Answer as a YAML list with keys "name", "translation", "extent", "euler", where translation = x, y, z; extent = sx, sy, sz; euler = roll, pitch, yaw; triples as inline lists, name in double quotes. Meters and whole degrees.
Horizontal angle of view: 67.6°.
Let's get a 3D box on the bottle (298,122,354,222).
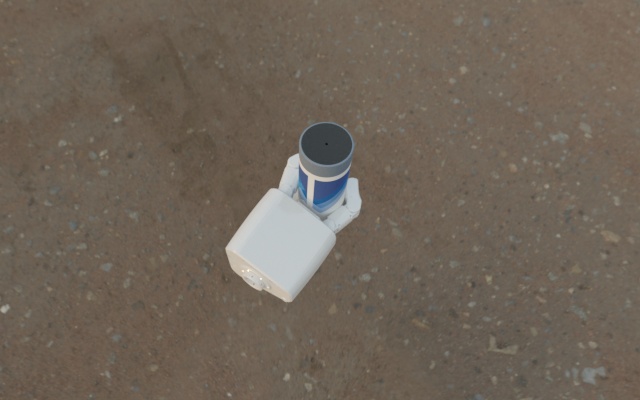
- name: "bottle"
  translation: [0.000, 0.002, 0.703]
  extent: [0.069, 0.069, 0.296]
  euler: [0, -29, -3]
